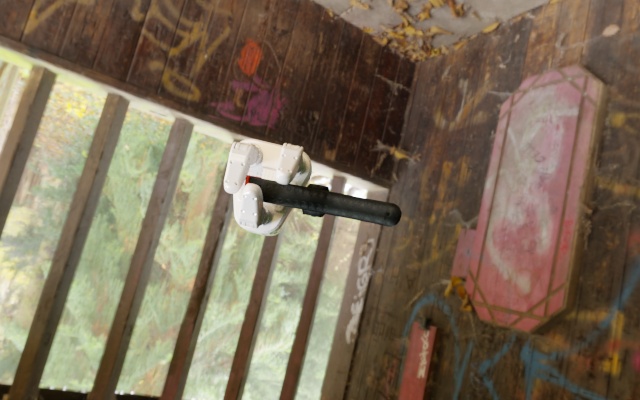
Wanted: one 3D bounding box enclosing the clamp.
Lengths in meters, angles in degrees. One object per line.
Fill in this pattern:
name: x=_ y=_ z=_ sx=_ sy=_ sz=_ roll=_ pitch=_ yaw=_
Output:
clamp: x=0.000 y=0.002 z=0.546 sx=0.171 sy=0.039 sz=0.120 roll=13 pitch=-7 yaw=1
